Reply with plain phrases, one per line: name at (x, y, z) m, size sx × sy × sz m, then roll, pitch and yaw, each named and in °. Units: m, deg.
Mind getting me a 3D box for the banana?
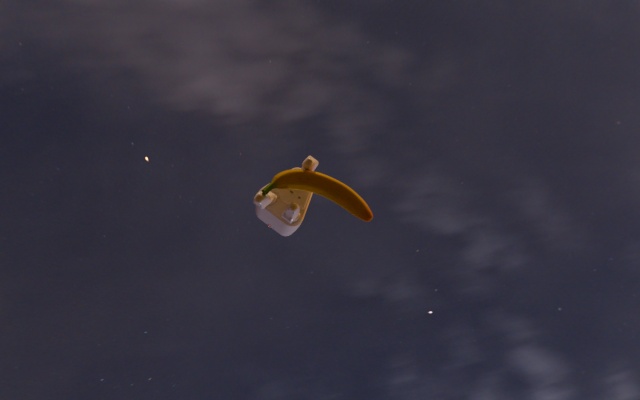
banana at (0.000, -0.015, 0.834) m, size 0.198 × 0.069 × 0.037 m, roll 14°, pitch -22°, yaw -8°
